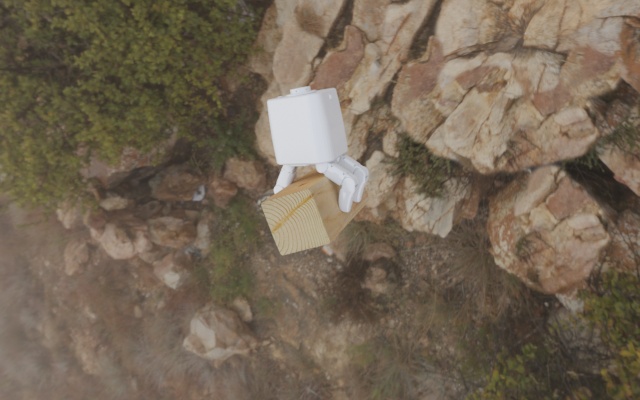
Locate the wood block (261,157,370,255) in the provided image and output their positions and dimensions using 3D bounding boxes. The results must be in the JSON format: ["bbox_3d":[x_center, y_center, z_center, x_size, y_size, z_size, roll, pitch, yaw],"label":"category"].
[{"bbox_3d":[0.000,0.002,0.795,0.091,0.090,0.206,-16,11,27],"label":"wood block"}]
